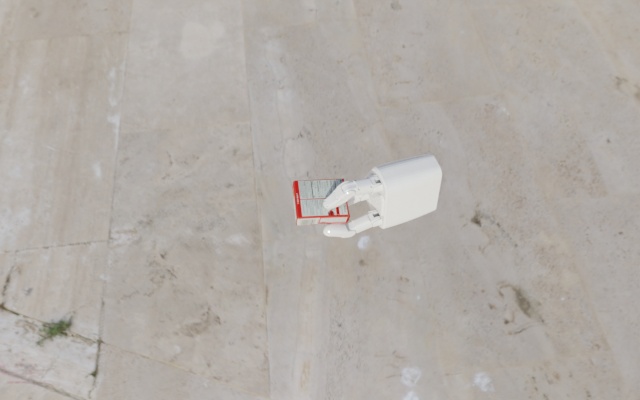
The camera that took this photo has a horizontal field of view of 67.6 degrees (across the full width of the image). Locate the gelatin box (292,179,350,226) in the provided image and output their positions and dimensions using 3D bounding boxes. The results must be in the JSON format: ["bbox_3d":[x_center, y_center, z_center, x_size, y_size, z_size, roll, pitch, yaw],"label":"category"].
[{"bbox_3d":[0.000,0.002,0.797,0.089,0.073,0.030,-2,-29,-10],"label":"gelatin box"}]
